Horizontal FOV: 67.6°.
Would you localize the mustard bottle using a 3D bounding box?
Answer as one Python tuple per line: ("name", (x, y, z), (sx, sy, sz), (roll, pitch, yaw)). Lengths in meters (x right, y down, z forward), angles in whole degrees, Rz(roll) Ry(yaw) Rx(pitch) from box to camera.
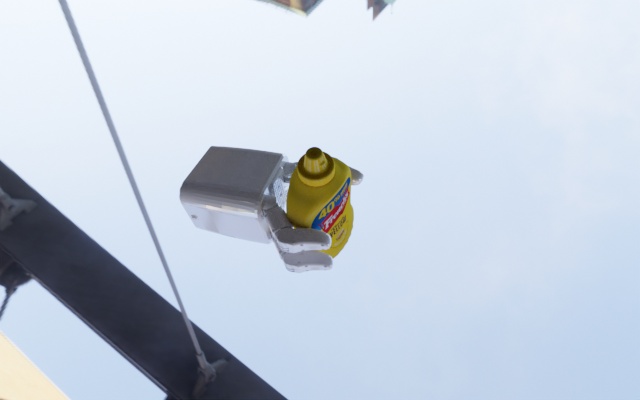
("mustard bottle", (0.000, 0.002, 0.572), (0.058, 0.096, 0.192), (32, -25, 23))
